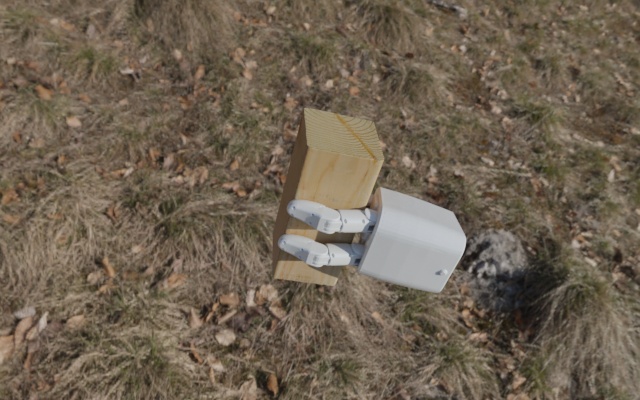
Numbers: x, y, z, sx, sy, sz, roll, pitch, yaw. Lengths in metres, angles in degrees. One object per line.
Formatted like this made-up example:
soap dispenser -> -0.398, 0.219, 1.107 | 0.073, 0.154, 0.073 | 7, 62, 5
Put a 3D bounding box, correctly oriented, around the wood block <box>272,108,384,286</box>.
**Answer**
wood block -> 0.001, 0.002, 0.603 | 0.090, 0.206, 0.090 | 9, 37, -11
